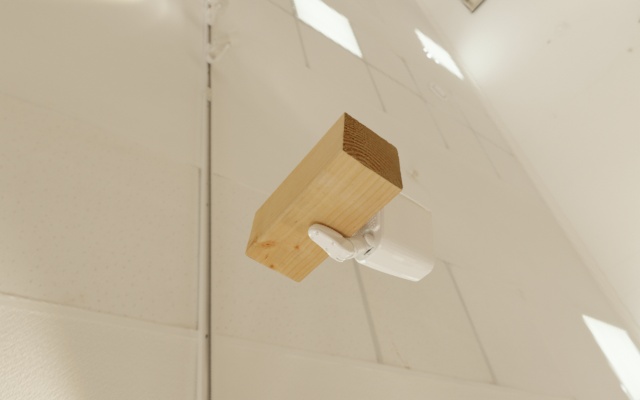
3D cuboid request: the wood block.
[{"bbox_3d":[0.000,0.002,0.613,0.090,0.090,0.206,31,-56,-20],"label":"wood block"}]
